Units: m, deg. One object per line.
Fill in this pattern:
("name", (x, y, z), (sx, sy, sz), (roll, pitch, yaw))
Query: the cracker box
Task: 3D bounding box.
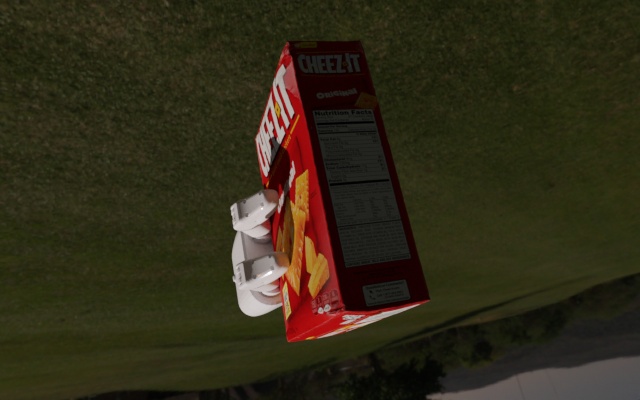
("cracker box", (0.000, 0.001, 0.410), (0.072, 0.213, 0.164), (-5, -19, -20))
